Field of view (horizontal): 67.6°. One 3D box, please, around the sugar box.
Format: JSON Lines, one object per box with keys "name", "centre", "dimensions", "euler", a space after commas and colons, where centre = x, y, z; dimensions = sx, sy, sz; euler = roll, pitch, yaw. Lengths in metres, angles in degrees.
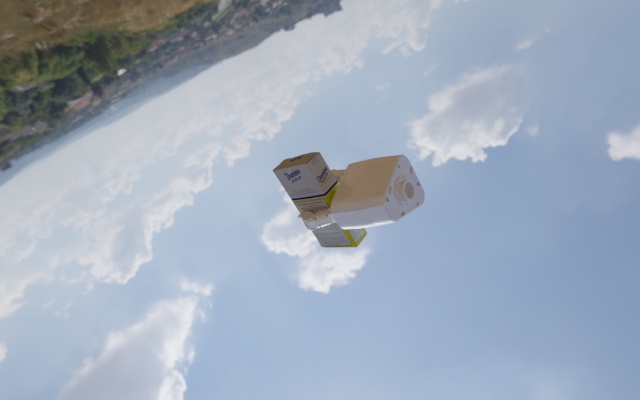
{"name": "sugar box", "centre": [0.001, 0.002, 0.828], "dimensions": [0.093, 0.176, 0.048], "euler": [-7, 30, 46]}
